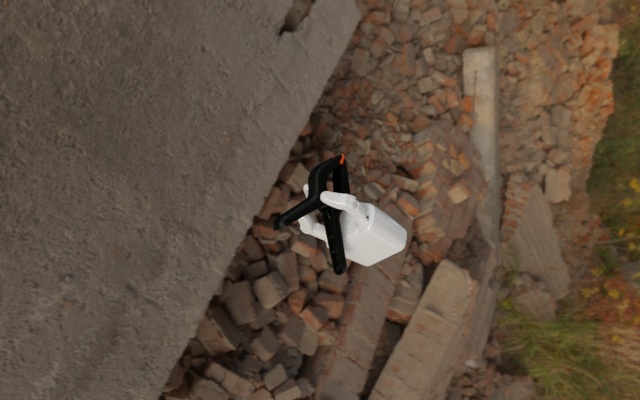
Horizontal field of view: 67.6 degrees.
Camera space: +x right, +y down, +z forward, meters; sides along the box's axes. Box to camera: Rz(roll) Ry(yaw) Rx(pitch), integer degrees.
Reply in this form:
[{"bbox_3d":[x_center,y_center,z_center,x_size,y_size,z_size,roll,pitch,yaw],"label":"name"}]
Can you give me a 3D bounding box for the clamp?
[{"bbox_3d":[0.001,0.002,0.815,0.036,0.210,0.165,-15,-36,42],"label":"clamp"}]
